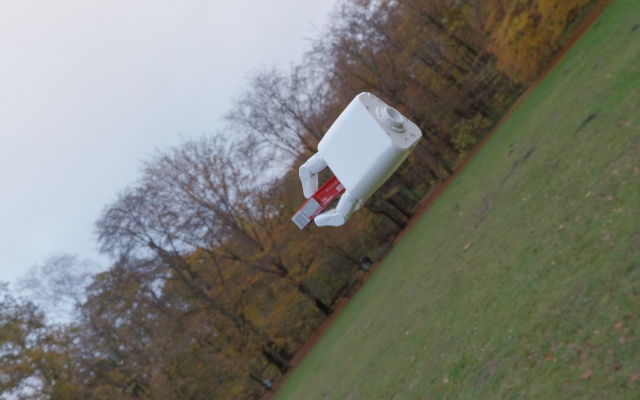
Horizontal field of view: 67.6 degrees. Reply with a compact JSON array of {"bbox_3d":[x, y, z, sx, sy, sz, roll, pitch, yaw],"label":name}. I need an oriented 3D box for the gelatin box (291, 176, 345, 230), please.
[{"bbox_3d":[0.000,0.002,0.779,0.073,0.030,0.089,-41,-4,-38],"label":"gelatin box"}]
